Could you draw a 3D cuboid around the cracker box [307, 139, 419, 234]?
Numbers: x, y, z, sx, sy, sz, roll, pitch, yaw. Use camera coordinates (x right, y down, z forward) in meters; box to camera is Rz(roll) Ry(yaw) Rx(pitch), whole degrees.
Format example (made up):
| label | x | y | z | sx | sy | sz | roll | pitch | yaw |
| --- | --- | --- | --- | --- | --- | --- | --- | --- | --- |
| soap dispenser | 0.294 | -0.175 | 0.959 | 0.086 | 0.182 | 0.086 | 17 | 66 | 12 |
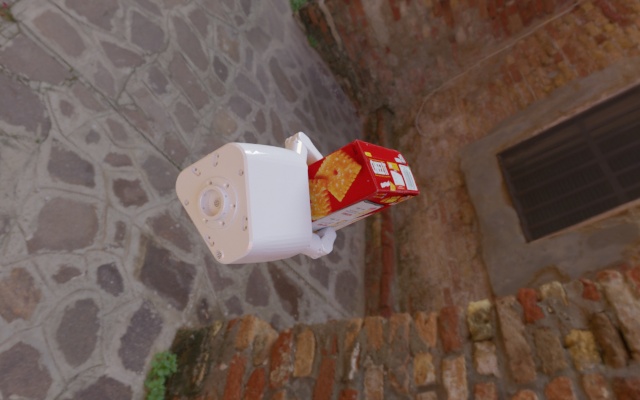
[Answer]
| label | x | y | z | sx | sy | sz | roll | pitch | yaw |
| --- | --- | --- | --- | --- | --- | --- | --- | --- | --- |
| cracker box | 0.000 | 0.002 | 0.620 | 0.214 | 0.072 | 0.164 | -25 | -11 | 25 |
